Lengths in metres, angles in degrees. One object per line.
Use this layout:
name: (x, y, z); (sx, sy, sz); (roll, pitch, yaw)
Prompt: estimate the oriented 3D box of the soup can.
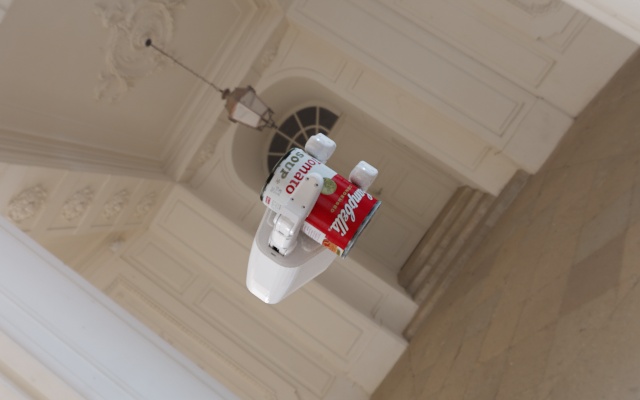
soup can: (0.000, 0.001, 0.475); (0.102, 0.068, 0.068); (34, 5, 8)
